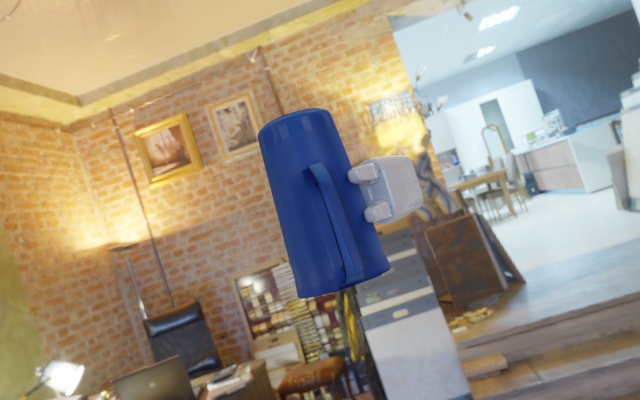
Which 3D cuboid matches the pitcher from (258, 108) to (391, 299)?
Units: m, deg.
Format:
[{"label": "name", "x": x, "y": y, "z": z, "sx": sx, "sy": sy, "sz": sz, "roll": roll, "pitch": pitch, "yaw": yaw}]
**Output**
[{"label": "pitcher", "x": 0.000, "y": 0.002, "z": 0.648, "sx": 0.149, "sy": 0.243, "sz": 0.145, "roll": -20, "pitch": -4, "yaw": 37}]
